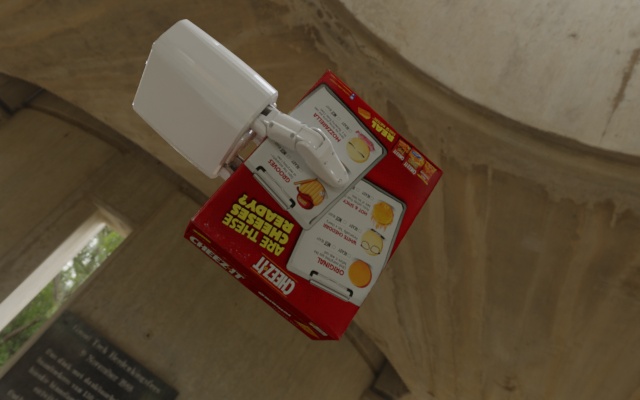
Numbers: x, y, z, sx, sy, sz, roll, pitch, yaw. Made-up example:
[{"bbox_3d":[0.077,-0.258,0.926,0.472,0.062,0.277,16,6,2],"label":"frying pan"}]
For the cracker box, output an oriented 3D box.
[{"bbox_3d":[0.000,0.001,0.471,0.164,0.213,0.072,40,-27,-6],"label":"cracker box"}]
